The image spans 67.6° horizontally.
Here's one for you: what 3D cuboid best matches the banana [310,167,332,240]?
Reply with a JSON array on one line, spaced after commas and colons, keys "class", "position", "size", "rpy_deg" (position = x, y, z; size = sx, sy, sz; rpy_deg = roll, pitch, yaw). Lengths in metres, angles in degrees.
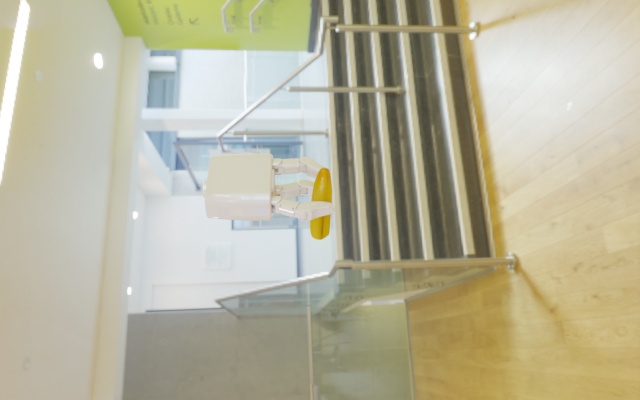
[{"class": "banana", "position": [0.000, 0.021, 0.833], "size": [0.037, 0.069, 0.198], "rpy_deg": [1, -29, -1]}]
